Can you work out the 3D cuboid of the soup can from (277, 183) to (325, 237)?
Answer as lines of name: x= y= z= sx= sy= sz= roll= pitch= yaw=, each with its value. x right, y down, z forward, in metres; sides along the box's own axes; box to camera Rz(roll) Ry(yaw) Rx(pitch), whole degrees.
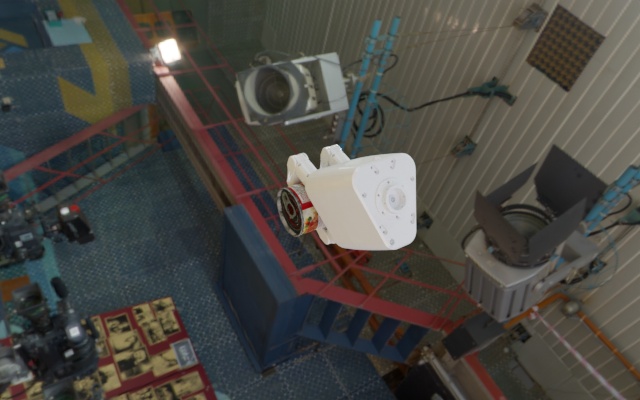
soup can: x=0.000 y=0.002 z=0.658 sx=0.102 sy=0.068 sz=0.068 roll=-18 pitch=9 yaw=-29
